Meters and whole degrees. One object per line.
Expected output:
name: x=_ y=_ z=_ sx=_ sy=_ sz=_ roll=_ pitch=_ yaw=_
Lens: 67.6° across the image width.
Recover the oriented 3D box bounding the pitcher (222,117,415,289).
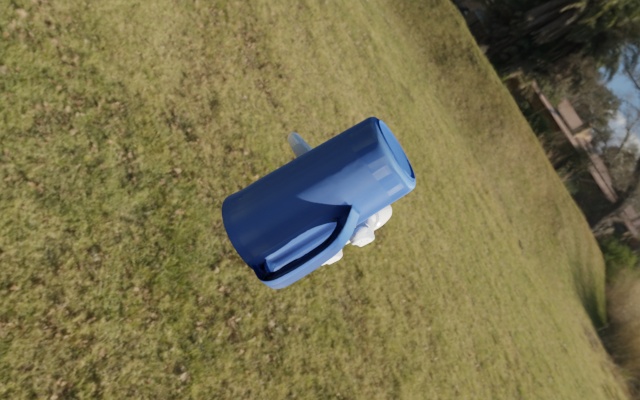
pitcher: x=0.000 y=0.002 z=0.634 sx=0.243 sy=0.149 sz=0.145 roll=-31 pitch=-6 yaw=19
